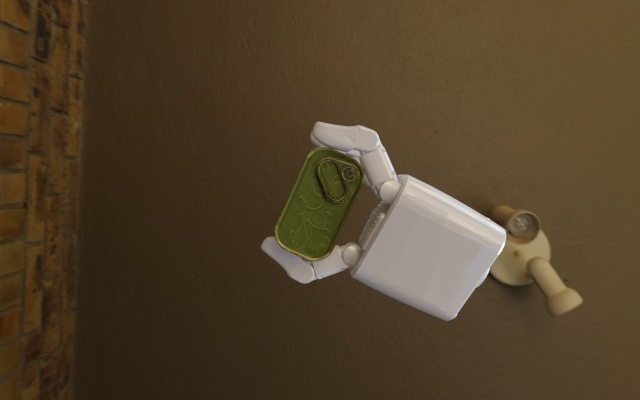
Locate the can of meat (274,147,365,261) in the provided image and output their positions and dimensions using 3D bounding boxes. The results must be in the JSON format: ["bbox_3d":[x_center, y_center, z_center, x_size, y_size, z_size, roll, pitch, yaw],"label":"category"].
[{"bbox_3d":[0.000,0.002,0.471,0.057,0.102,0.084,24,3,0],"label":"can of meat"}]
